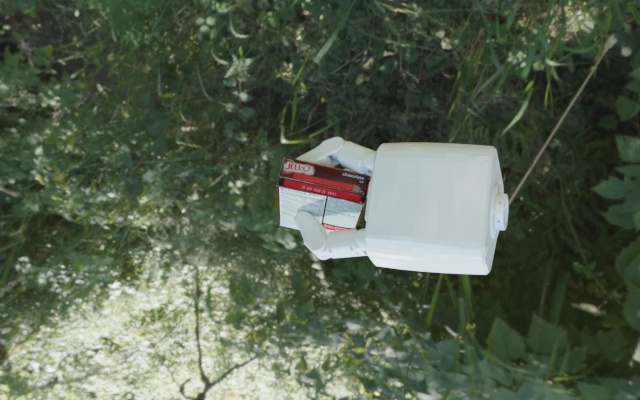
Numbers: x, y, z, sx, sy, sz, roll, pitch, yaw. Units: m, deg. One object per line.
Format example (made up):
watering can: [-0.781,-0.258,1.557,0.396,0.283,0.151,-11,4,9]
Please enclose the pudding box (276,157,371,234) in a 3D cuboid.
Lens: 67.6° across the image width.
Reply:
pudding box: [0.000,0.002,0.516,0.090,0.039,0.113,13,-26,2]
